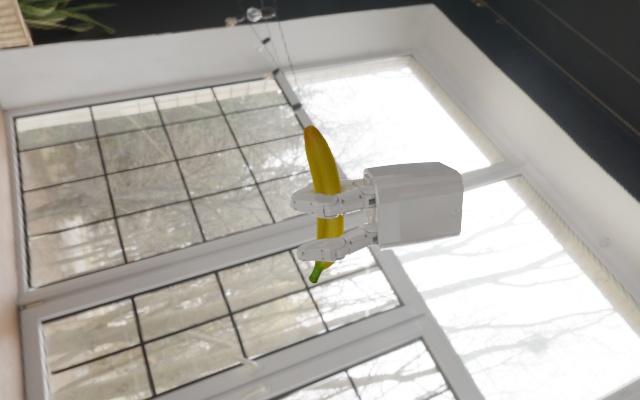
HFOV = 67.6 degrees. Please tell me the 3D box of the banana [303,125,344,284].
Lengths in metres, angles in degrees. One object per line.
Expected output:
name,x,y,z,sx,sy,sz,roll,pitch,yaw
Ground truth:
banana,0.006,0.002,0.614,0.037,0.198,0.069,-1,9,18
